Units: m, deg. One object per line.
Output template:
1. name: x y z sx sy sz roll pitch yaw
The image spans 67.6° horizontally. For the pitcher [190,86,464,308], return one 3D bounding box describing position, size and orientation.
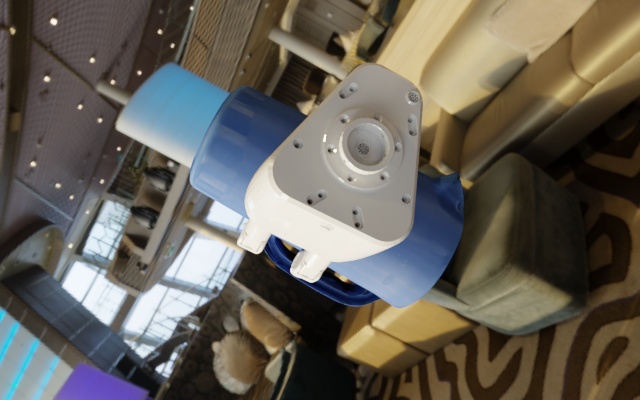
1. pitcher: 0.000 0.001 0.467 0.243 0.149 0.145 28 -14 -8
